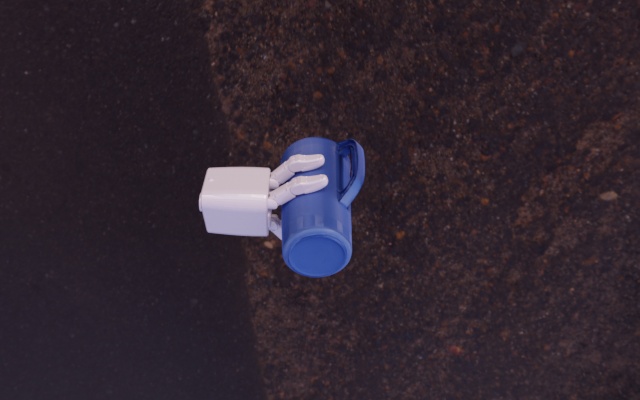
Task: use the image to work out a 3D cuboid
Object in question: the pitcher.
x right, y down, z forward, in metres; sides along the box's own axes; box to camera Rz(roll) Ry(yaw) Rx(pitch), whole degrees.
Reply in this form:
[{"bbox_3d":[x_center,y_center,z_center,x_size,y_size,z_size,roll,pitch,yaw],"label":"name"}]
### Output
[{"bbox_3d":[0.000,0.003,0.812,0.145,0.149,0.242,2,40,-4],"label":"pitcher"}]
